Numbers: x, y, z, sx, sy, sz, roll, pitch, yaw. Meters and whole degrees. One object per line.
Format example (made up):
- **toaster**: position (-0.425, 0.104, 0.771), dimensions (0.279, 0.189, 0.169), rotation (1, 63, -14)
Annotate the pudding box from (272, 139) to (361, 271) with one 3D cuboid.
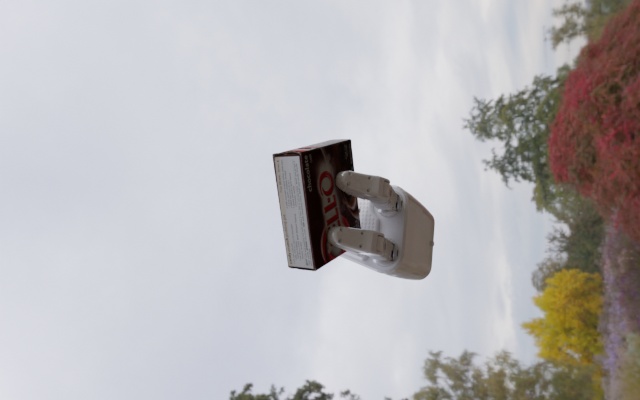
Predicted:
- **pudding box**: position (0.000, 0.002, 0.468), dimensions (0.039, 0.113, 0.090), rotation (-2, 12, 34)
